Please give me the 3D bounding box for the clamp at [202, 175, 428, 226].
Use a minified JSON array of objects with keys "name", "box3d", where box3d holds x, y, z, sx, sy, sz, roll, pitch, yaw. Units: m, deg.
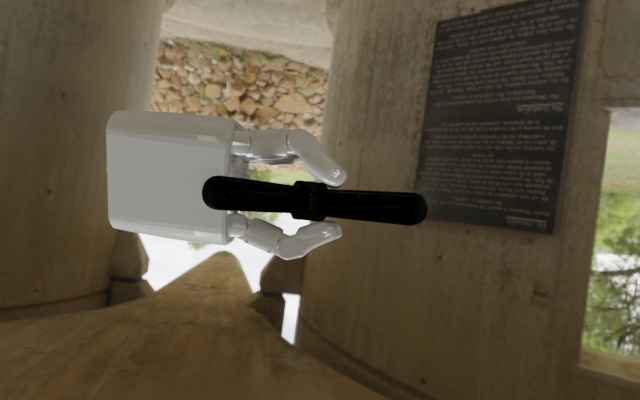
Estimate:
[{"name":"clamp","box3d":[0.000,0.002,0.434,0.164,0.036,0.210,6,0,2]}]
